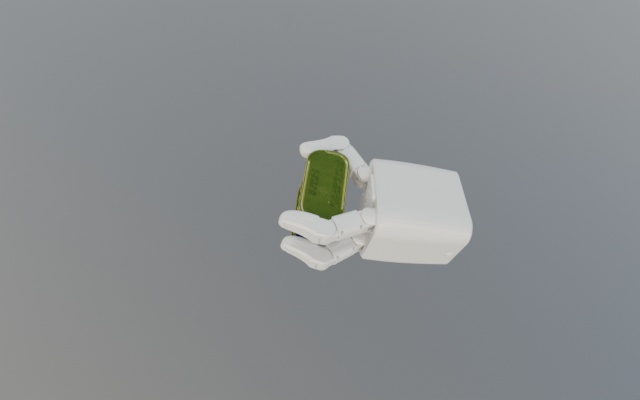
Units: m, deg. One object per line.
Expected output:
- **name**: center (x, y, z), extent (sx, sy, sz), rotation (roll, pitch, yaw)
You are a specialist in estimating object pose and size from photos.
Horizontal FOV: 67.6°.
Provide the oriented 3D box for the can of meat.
- **can of meat**: center (0.000, 0.002, 0.570), extent (0.057, 0.102, 0.084), rotation (10, -30, -3)
